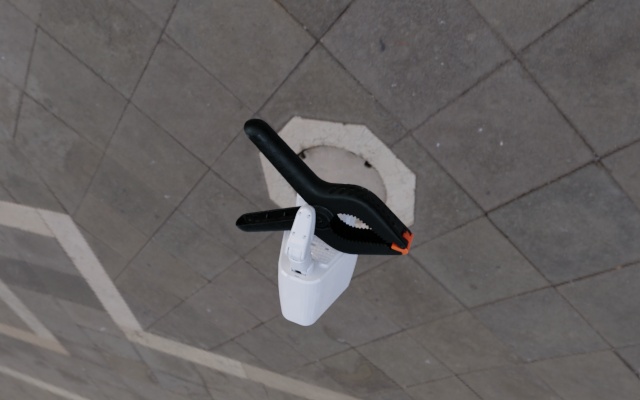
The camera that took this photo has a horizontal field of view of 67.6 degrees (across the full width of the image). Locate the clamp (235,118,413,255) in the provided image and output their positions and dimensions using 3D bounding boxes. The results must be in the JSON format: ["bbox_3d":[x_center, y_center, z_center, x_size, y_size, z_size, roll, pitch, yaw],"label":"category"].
[{"bbox_3d":[0.000,0.003,0.517,0.210,0.165,0.036,17,46,12],"label":"clamp"}]
